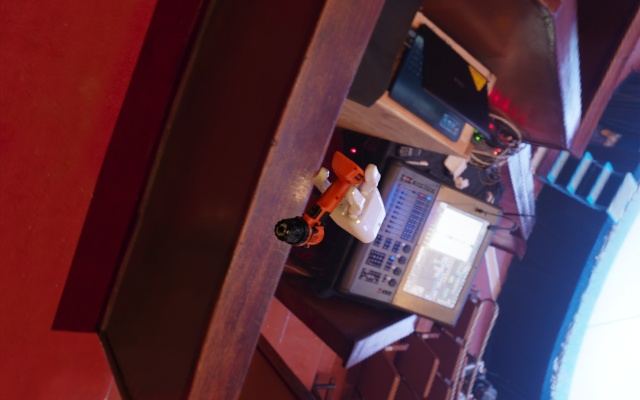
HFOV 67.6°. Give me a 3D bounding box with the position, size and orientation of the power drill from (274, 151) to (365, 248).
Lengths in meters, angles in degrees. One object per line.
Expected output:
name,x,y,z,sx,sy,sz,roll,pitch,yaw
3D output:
power drill,0.001,0.003,0.875,0.057,0.187,0.184,39,6,15
